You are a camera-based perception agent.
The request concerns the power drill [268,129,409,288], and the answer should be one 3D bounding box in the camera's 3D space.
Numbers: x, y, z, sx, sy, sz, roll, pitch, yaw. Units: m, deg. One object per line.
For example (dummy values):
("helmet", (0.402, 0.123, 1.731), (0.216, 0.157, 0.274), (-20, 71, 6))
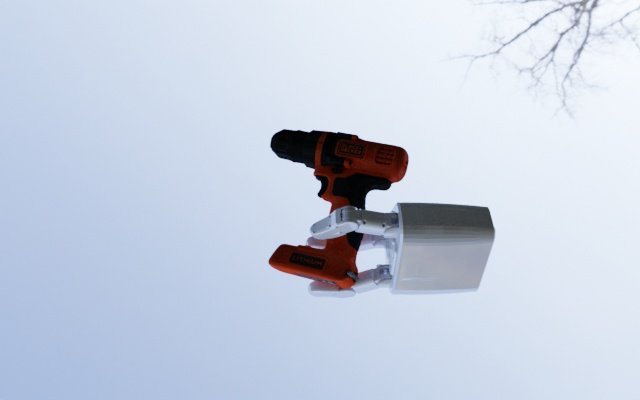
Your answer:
("power drill", (0.000, 0.002, 0.589), (0.184, 0.187, 0.057), (12, -14, 21))
